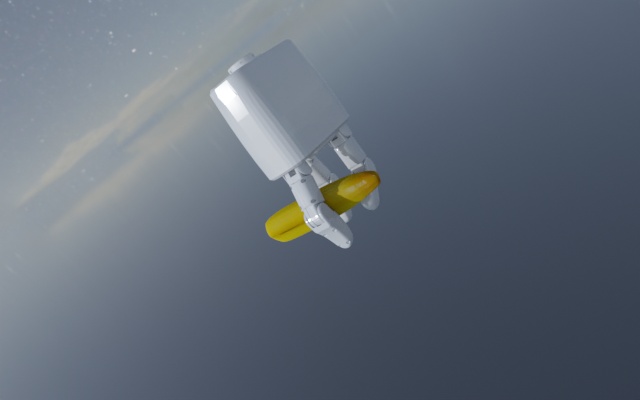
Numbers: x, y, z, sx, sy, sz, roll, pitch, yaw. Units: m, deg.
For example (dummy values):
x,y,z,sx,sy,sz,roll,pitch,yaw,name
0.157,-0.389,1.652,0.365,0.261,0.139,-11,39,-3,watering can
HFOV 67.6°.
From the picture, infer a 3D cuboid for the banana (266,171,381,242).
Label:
x,y,z,sx,sy,sz,roll,pitch,yaw,name
-0.014,0.012,0.535,0.069,0.037,0.198,-38,6,-35,banana
